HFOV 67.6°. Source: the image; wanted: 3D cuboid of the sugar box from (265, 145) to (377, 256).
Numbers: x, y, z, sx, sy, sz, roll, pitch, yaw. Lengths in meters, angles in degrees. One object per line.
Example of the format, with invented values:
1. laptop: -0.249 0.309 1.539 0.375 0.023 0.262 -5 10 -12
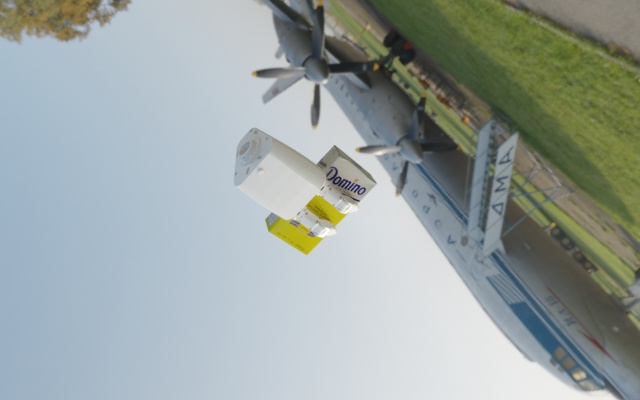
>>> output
1. sugar box: 0.000 0.003 0.797 0.093 0.176 0.048 35 18 -30
